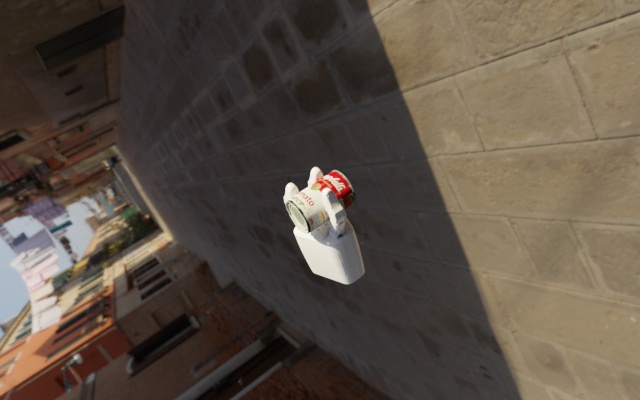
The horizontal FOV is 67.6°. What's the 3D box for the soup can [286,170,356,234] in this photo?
[{"bbox_3d":[0.000,0.002,0.814,0.102,0.068,0.068,-33,12,-20],"label":"soup can"}]
